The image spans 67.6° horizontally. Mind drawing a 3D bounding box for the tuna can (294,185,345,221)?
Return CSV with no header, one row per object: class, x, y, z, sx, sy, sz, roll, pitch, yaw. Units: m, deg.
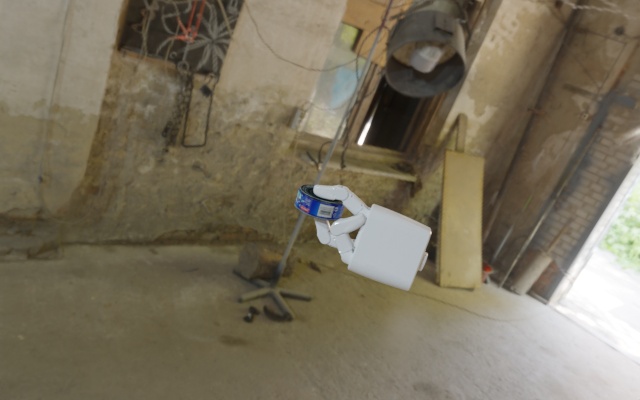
tuna can,0.000,0.002,0.831,0.086,0.034,0.086,15,17,-5
